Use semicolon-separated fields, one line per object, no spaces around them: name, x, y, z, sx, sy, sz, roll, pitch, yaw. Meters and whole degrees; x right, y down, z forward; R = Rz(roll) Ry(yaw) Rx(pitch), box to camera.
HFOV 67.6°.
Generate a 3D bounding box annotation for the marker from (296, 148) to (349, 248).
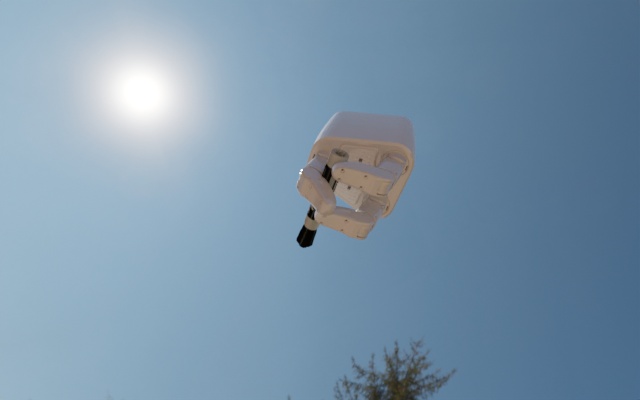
marker;0.000;0.002;0.495;0.020;0.121;0.020;16;32;-10
